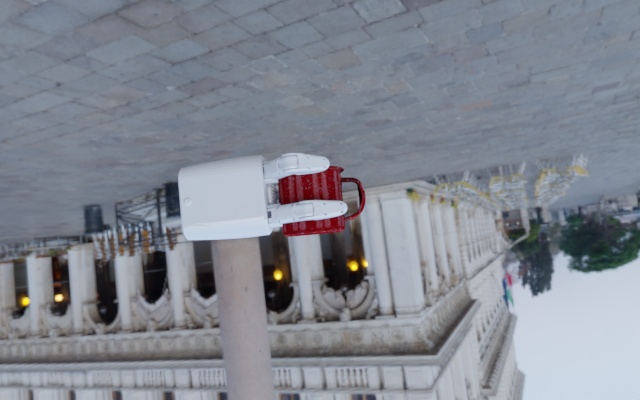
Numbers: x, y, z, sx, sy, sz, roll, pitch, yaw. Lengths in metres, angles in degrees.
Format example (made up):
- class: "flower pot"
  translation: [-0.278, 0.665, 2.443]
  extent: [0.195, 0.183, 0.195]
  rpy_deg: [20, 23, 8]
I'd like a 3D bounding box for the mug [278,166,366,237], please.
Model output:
- class: "mug"
  translation: [0.002, 0.002, 0.619]
  extent: [0.117, 0.081, 0.093]
  rpy_deg: [-6, -5, 4]
